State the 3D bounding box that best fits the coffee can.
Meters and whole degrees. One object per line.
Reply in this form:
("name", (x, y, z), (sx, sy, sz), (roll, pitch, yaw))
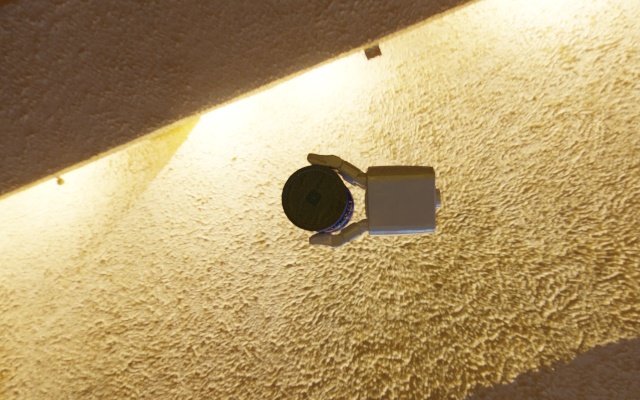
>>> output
("coffee can", (0.000, 0.003, 0.792), (0.103, 0.103, 0.140), (0, -5, 8))
